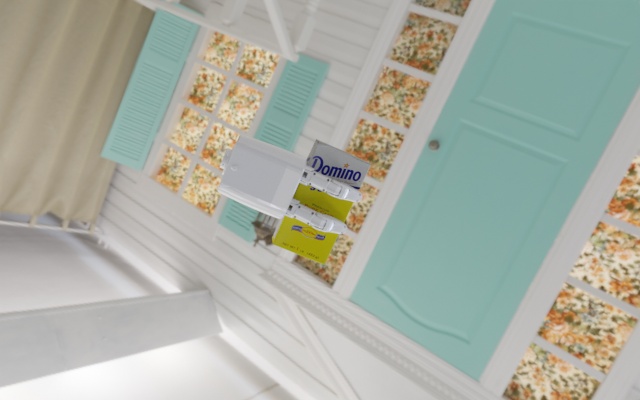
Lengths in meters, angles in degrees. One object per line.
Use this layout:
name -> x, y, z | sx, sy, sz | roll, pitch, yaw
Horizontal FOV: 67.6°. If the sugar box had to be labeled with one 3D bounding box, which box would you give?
sugar box -> 0.000, 0.003, 0.753 | 0.093, 0.176, 0.048 | 22, 9, -11
